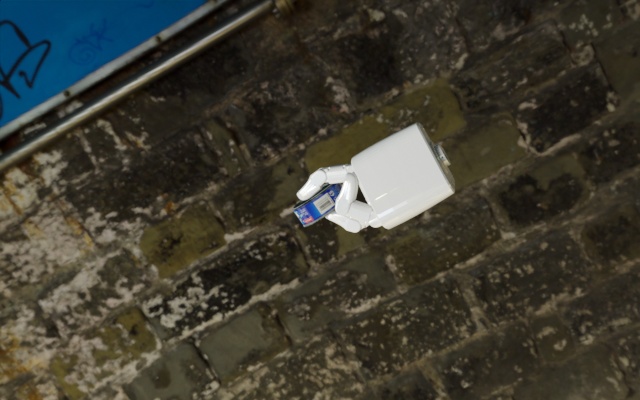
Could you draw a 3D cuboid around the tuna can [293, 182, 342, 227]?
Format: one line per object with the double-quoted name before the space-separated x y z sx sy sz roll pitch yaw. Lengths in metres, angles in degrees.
"tuna can" 0.000 0.002 0.736 0.086 0.034 0.086 -34 7 5
